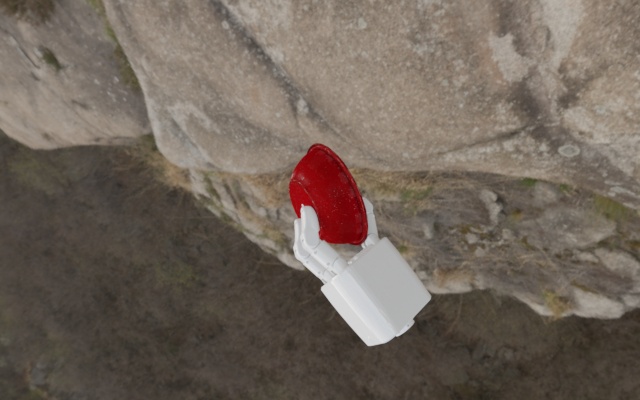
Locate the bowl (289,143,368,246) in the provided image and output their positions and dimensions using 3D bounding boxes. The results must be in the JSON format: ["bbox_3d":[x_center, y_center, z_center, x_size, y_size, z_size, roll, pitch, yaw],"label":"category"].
[{"bbox_3d":[-0.001,0.001,0.687,0.055,0.162,0.162,-25,9,-21],"label":"bowl"}]
